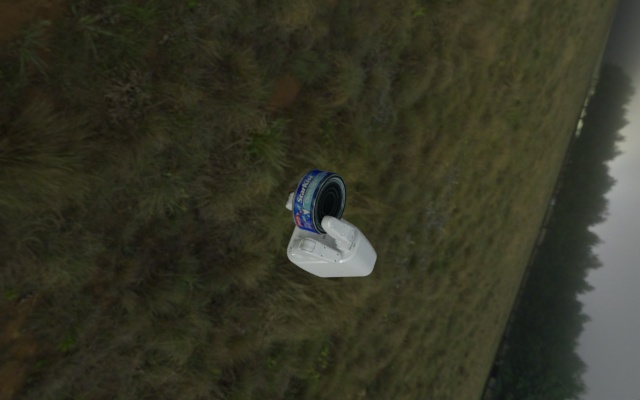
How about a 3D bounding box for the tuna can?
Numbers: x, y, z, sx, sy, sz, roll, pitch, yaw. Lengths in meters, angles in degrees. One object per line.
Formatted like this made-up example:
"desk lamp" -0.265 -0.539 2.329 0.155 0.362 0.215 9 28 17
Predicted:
"tuna can" 0.001 0.002 0.640 0.033 0.086 0.086 15 8 31
